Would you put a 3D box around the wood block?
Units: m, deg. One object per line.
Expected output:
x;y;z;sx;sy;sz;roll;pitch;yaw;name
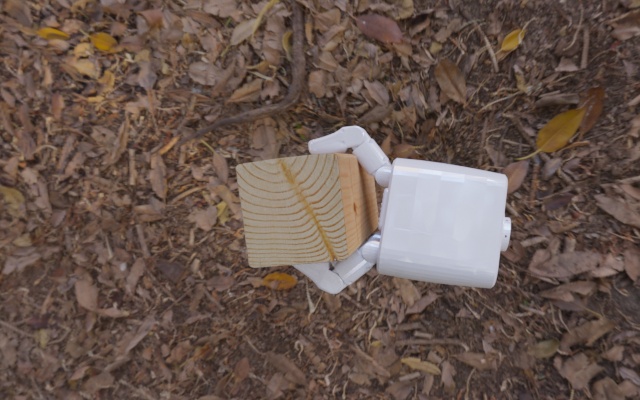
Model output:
0.000;0.001;0.492;0.090;0.091;0.206;-6;2;14;wood block
